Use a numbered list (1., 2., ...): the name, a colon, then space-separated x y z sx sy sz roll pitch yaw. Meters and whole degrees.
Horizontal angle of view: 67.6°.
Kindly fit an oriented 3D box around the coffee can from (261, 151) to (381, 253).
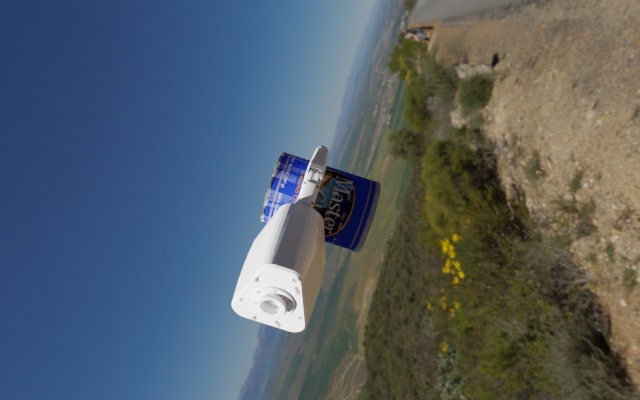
1. coffee can: 0.000 0.002 0.659 0.140 0.103 0.103 18 0 -1
